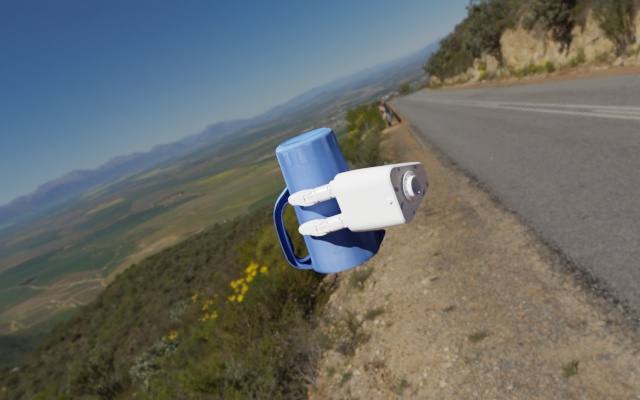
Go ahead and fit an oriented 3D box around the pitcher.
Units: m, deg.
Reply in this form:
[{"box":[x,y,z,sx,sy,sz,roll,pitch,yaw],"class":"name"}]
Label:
[{"box":[0.000,0.003,0.861,0.145,0.243,0.149,-8,18,44],"class":"pitcher"}]
